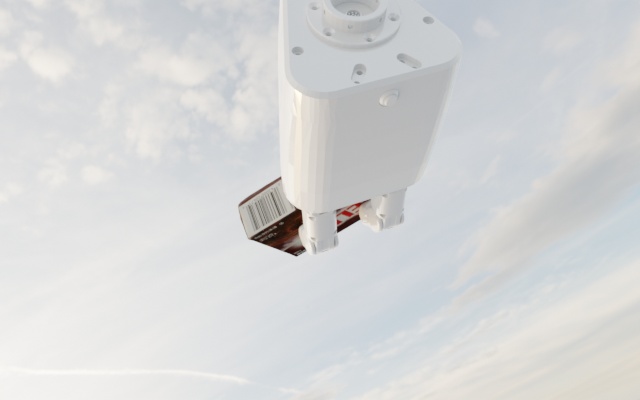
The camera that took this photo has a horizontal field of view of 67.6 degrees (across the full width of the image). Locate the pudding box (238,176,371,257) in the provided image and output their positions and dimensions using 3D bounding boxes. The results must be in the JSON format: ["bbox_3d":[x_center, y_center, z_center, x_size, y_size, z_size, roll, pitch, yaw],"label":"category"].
[{"bbox_3d":[0.000,0.001,0.408,0.113,0.039,0.090,-29,-25,14],"label":"pudding box"}]
